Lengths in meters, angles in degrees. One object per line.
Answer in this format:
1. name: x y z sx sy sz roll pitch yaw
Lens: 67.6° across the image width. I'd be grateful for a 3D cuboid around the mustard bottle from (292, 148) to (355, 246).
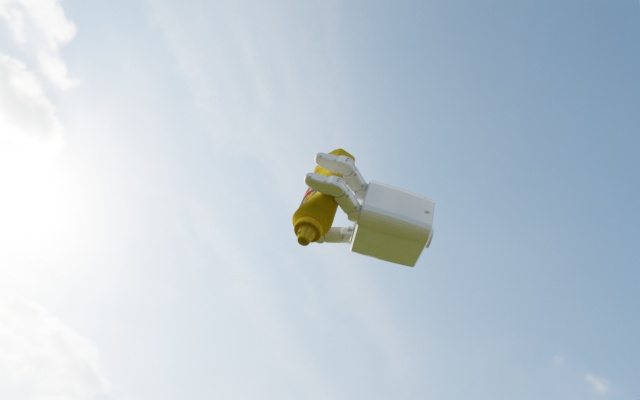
1. mustard bottle: 0.000 0.002 0.741 0.058 0.191 0.096 35 -52 -10
